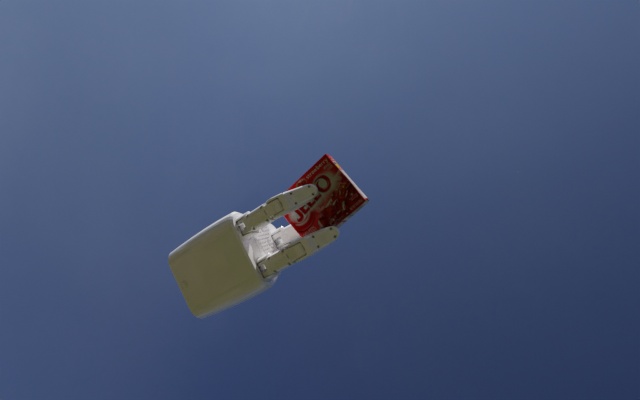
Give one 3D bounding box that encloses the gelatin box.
[{"bbox_3d":[0.000,0.002,0.565,0.089,0.073,0.030,-42,-10,11],"label":"gelatin box"}]
